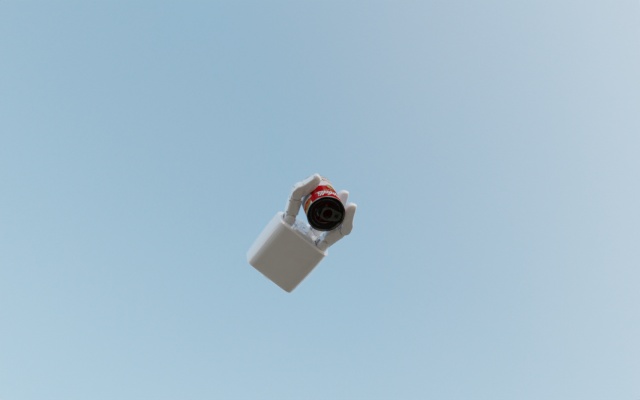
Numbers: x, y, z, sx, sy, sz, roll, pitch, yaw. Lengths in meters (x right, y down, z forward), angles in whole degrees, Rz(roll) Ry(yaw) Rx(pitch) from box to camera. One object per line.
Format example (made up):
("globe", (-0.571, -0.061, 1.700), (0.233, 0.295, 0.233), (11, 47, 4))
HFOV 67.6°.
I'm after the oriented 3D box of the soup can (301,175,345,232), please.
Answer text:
("soup can", (0.000, 0.002, 0.861), (0.068, 0.068, 0.102), (0, 25, -12))
